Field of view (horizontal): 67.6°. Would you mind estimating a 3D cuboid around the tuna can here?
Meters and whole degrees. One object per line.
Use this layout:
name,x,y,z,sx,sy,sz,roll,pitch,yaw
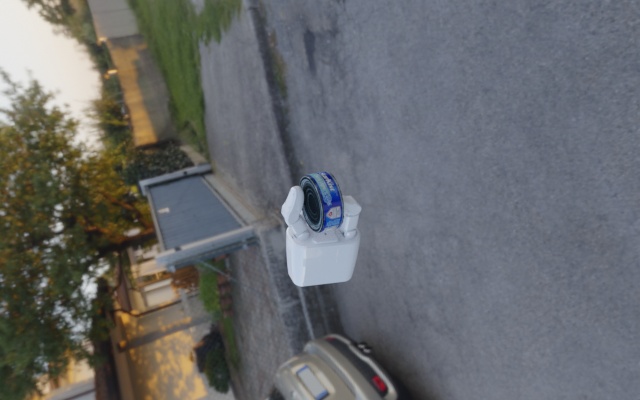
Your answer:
tuna can,0.000,0.002,0.686,0.034,0.086,0.086,-13,5,-22
